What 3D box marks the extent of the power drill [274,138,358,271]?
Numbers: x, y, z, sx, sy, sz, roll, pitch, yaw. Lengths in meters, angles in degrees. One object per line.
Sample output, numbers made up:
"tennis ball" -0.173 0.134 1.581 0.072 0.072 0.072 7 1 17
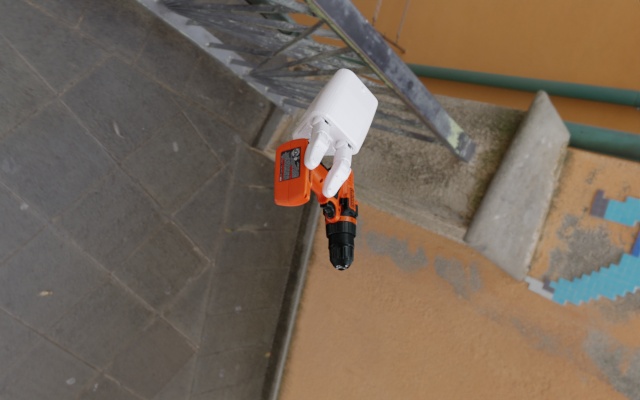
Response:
"power drill" 0.000 0.002 0.743 0.057 0.184 0.188 -14 -27 24
